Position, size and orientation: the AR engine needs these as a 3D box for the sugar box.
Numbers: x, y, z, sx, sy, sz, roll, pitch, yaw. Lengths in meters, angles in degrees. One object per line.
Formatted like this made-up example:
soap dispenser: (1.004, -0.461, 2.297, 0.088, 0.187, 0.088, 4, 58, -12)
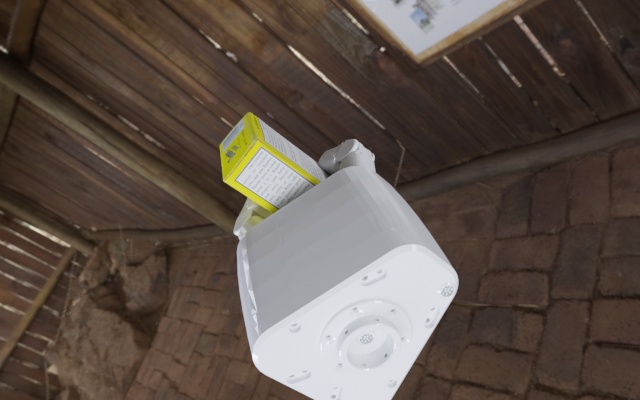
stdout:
sugar box: (0.000, 0.002, 0.402, 0.176, 0.048, 0.093, 38, 10, -24)
